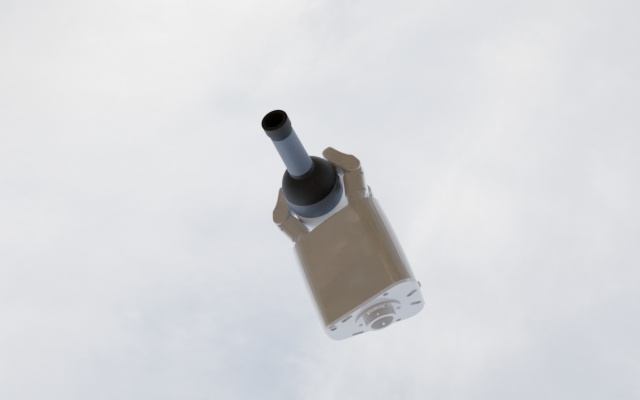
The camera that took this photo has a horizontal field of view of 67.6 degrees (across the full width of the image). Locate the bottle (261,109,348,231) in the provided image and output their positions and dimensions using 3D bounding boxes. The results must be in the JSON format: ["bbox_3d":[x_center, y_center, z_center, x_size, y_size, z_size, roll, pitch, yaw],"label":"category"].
[{"bbox_3d":[0.000,0.002,0.570,0.069,0.069,0.296,0,-32,21],"label":"bottle"}]
